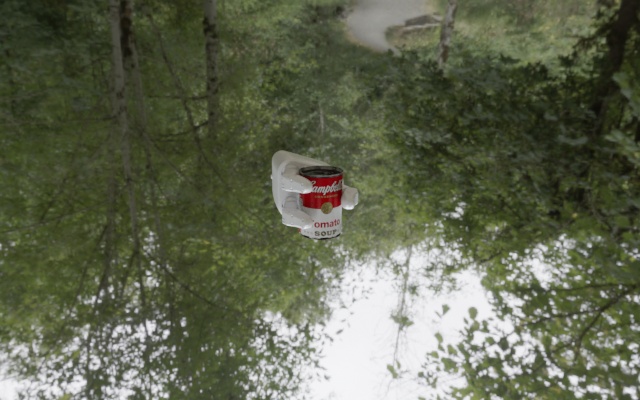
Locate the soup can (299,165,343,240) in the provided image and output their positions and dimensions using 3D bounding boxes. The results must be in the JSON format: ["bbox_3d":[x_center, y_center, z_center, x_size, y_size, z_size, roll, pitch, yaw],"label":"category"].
[{"bbox_3d":[0.000,0.003,0.740,0.068,0.102,0.068,1,17,0],"label":"soup can"}]
